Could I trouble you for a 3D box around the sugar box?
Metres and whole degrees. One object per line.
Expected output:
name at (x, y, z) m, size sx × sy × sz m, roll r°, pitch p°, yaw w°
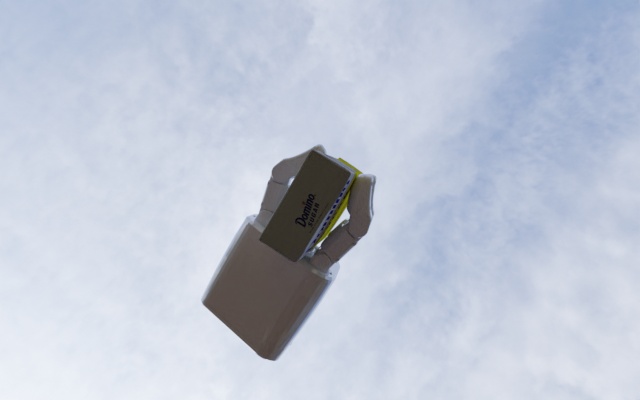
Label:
sugar box at (0.000, 0.002, 0.481) m, size 0.048 × 0.093 × 0.176 m, roll 32°, pitch 8°, yaw 4°
